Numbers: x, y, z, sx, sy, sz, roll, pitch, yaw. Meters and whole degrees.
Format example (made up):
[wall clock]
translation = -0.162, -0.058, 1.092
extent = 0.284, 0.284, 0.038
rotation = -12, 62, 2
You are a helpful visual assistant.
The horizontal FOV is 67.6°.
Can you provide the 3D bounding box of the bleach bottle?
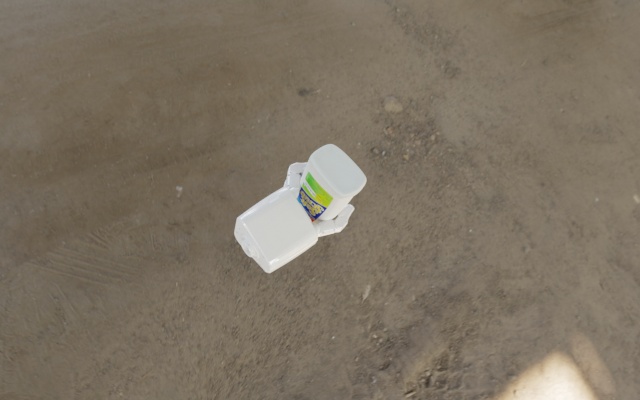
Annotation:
[bleach bottle]
translation = 0.000, 0.003, 0.887
extent = 0.068, 0.102, 0.251
rotation = -35, -14, -27
